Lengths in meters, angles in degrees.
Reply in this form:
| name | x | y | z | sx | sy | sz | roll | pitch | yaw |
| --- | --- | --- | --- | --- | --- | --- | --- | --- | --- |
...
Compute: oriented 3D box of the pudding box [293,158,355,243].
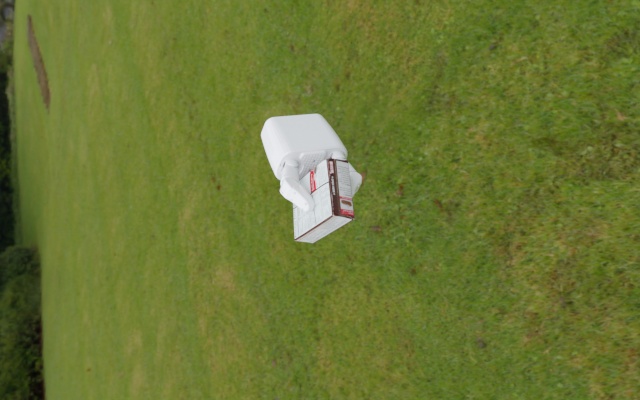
| name | x | y | z | sx | sy | sz | roll | pitch | yaw |
| --- | --- | --- | --- | --- | --- | --- | --- | --- | --- |
| pudding box | 0.000 | 0.002 | 0.684 | 0.039 | 0.090 | 0.113 | 7 | -25 | -29 |
